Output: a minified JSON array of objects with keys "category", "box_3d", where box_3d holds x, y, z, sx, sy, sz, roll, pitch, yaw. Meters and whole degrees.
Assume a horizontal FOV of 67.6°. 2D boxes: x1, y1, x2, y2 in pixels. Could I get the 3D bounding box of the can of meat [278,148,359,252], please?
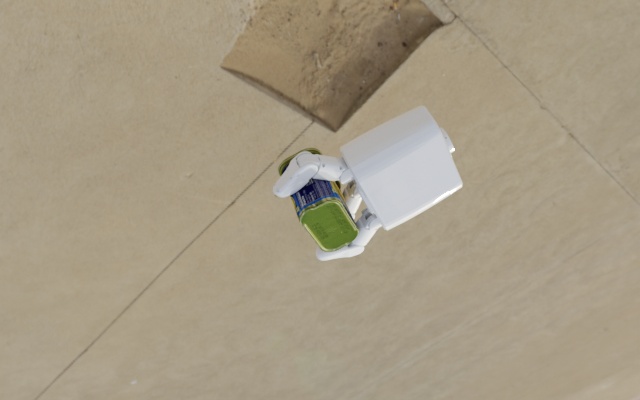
[{"category":"can of meat","box_3d":[0.000,0.002,0.569,0.057,0.084,0.102,-28,-39,6]}]
